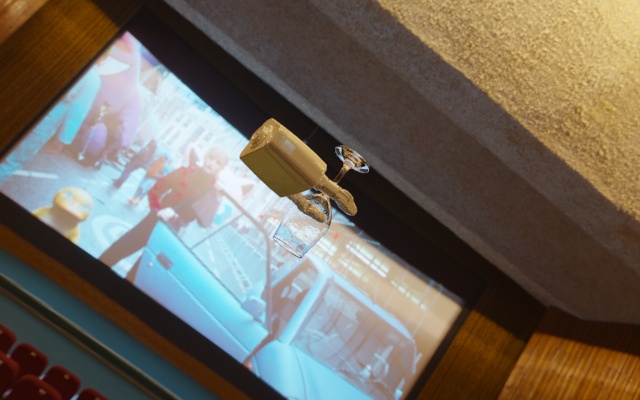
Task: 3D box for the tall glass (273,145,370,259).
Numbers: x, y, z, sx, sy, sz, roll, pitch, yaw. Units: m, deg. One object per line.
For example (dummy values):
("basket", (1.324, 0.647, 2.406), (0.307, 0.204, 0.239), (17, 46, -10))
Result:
("tall glass", (0.001, 0.002, 0.834), (0.079, 0.201, 0.079), (34, -14, 10))
